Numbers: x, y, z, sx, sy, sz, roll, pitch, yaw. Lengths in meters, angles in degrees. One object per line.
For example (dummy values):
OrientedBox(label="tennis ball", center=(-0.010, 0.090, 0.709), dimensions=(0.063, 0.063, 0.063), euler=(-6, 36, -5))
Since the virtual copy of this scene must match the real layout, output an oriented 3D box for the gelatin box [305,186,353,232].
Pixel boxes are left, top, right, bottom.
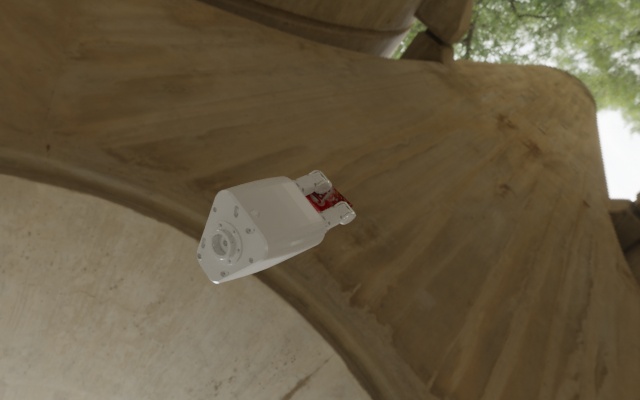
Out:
OrientedBox(label="gelatin box", center=(0.000, 0.002, 0.677), dimensions=(0.030, 0.073, 0.089), euler=(-48, -5, 25))
